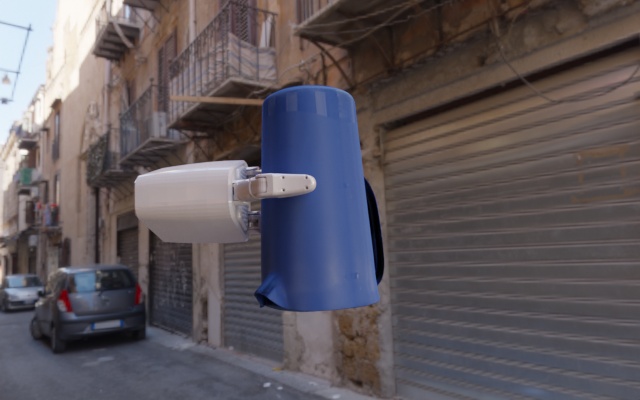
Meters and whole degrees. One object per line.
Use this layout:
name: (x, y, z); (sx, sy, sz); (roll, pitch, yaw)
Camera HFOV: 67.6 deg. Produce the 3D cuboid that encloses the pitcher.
pitcher: (0.000, 0.002, 0.549); (0.145, 0.243, 0.149); (-3, -6, 3)
